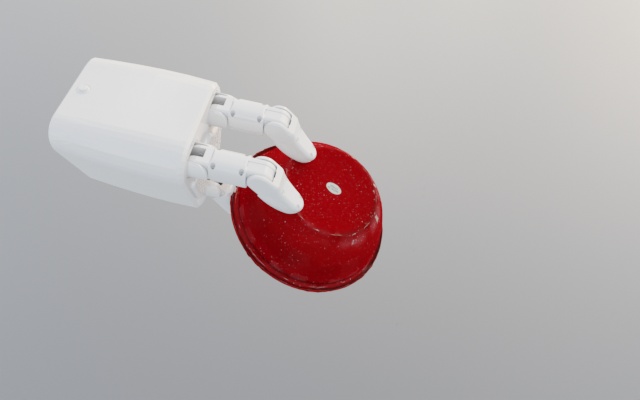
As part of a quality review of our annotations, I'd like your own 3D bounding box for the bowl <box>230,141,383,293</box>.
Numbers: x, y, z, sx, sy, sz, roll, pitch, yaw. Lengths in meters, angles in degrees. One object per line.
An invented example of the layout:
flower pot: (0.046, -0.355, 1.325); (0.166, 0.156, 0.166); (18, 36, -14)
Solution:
bowl: (0.001, 0.001, 0.453); (0.162, 0.162, 0.055); (0, -25, -26)
